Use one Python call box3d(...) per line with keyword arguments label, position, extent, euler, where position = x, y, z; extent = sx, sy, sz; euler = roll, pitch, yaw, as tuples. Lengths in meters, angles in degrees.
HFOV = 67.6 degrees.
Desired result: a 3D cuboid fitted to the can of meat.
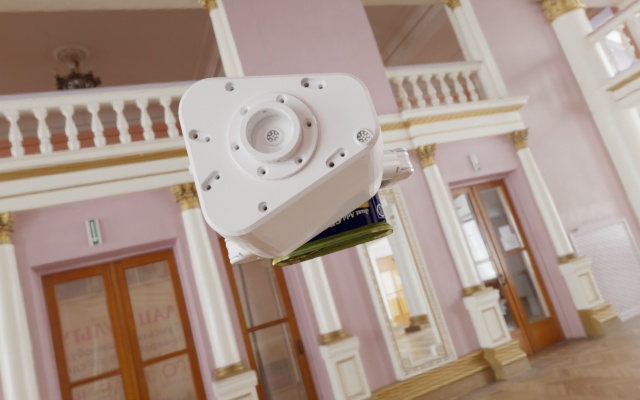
box3d(label="can of meat", position=(0.000, 0.001, 0.404), extent=(0.102, 0.084, 0.057), euler=(-18, -12, 5))
